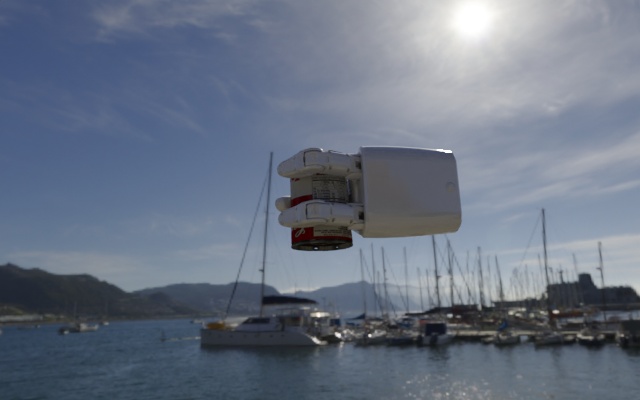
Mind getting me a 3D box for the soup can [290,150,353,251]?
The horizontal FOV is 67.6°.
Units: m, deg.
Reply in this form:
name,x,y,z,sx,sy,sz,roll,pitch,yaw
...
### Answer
name,x,y,z,sx,sy,sz,roll,pitch,yaw
soup can,0.000,0.001,0.533,0.068,0.102,0.068,-2,-13,0
